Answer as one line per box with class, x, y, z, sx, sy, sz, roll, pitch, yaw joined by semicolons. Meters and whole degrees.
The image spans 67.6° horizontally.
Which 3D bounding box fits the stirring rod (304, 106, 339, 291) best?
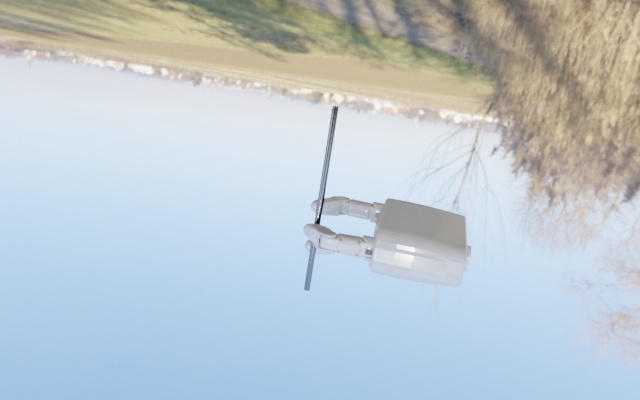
stirring rod;0.000;0.002;0.602;0.011;0.239;0.011;8;13;-2
